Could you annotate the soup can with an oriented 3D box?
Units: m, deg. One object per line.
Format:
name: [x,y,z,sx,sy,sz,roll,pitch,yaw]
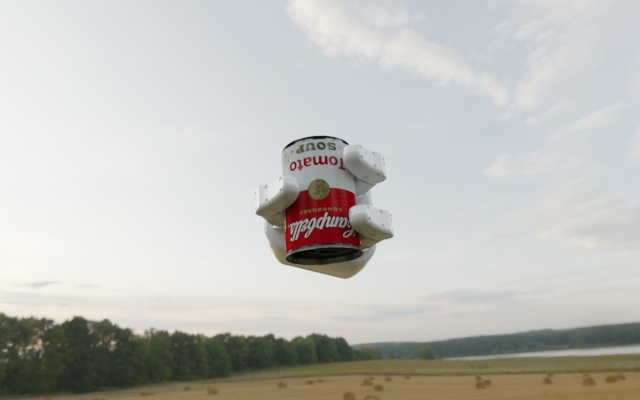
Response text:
soup can: [0.000,0.001,0.431,0.068,0.102,0.068,-4,-19,-1]
